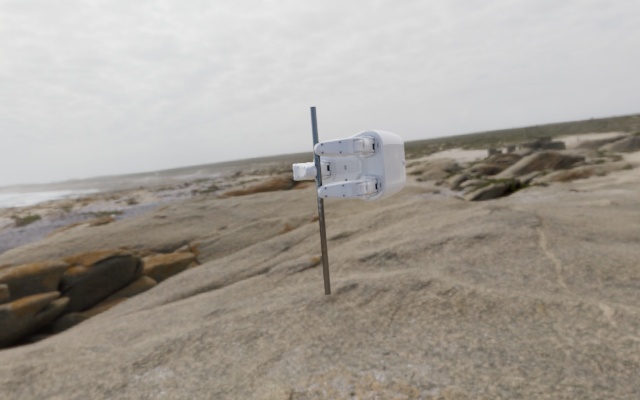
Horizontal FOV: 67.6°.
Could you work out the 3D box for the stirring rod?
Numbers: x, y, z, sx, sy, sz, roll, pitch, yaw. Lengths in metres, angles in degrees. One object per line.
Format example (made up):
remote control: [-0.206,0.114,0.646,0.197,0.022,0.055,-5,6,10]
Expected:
stirring rod: [0.000,0.002,0.609,0.011,0.239,0.011,-5,5,0]
